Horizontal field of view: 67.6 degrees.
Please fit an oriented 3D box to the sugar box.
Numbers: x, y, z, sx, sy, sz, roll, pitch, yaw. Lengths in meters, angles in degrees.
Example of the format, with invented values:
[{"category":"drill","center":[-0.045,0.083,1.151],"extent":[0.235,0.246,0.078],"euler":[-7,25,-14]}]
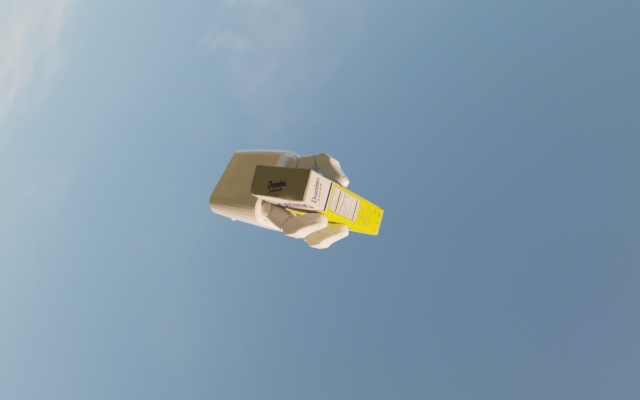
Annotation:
[{"category":"sugar box","center":[0.000,0.003,0.631],"extent":[0.093,0.048,0.176],"euler":[8,-9,38]}]
